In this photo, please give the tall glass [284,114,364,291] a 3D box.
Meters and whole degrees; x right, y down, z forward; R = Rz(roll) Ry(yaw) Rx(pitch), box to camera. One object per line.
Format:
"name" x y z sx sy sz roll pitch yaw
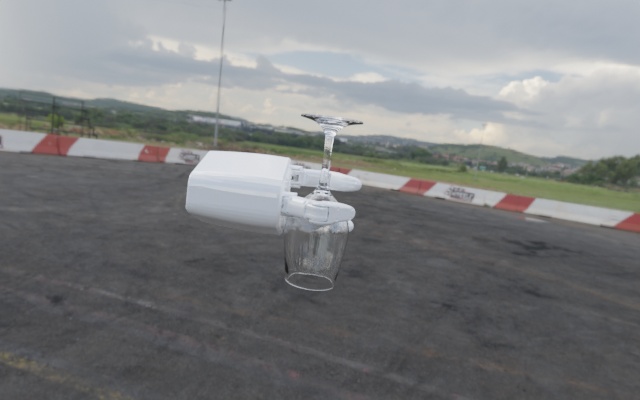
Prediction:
"tall glass" 0.000 0.001 0.570 0.079 0.201 0.079 7 7 -1
